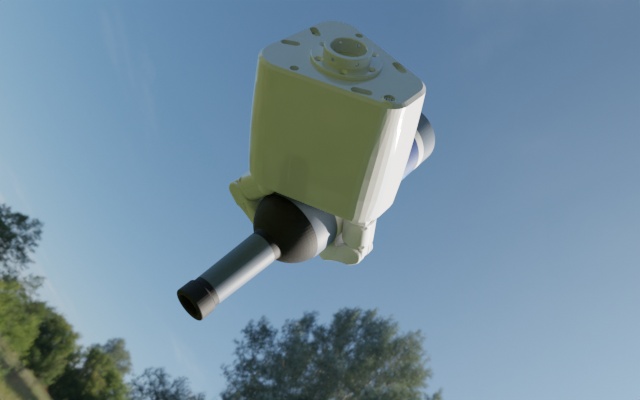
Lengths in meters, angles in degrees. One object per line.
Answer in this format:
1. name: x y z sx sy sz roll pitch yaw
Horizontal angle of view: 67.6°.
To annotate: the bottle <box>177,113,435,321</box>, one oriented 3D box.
1. bottle: 0.000 0.001 0.424 0.069 0.069 0.295 0 30 47
